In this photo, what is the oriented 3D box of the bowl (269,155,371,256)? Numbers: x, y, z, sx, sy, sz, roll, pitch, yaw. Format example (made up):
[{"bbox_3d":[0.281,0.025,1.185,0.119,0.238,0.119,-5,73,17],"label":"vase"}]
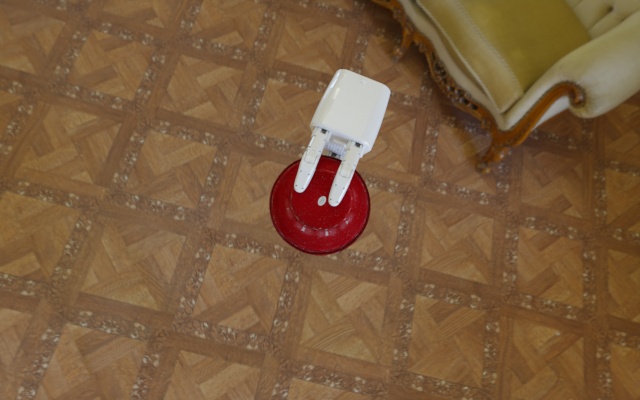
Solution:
[{"bbox_3d":[0.000,0.004,0.732,0.162,0.162,0.055,0,-9,-2],"label":"bowl"}]
